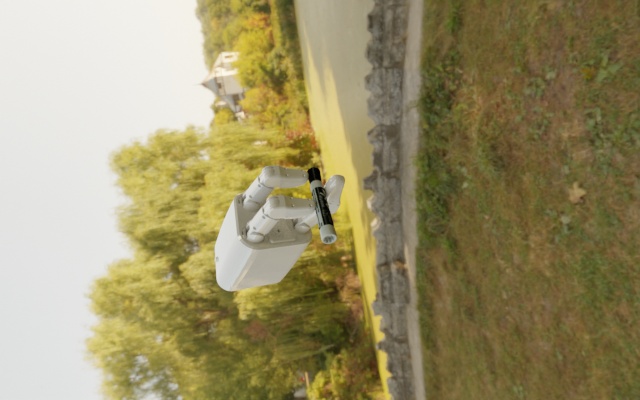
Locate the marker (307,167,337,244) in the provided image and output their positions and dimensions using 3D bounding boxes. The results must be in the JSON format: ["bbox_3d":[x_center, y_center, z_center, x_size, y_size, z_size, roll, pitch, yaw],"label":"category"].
[{"bbox_3d":[0.000,0.002,0.600,0.020,0.121,0.020,-8,-42,-7],"label":"marker"}]
